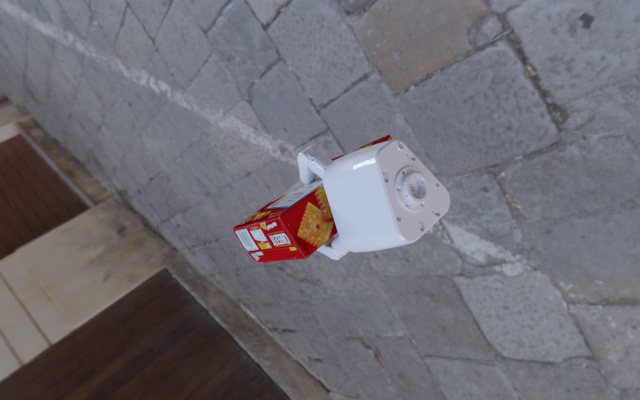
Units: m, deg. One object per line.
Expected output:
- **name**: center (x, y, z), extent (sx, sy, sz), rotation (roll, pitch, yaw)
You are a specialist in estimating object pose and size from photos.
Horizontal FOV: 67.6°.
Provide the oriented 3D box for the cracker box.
- **cracker box**: center (0.000, 0.002, 0.685), extent (0.213, 0.072, 0.164), rotation (-37, 11, -30)
